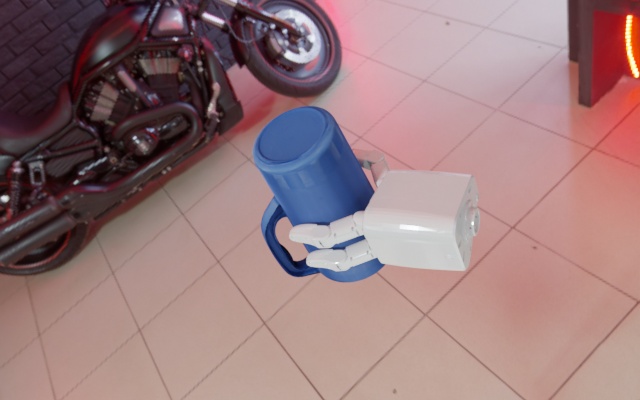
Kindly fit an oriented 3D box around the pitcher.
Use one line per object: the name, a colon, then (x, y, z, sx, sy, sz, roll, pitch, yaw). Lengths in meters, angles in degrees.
pitcher: (0.000, 0.002, 0.638, 0.145, 0.149, 0.243, 3, -36, 29)
